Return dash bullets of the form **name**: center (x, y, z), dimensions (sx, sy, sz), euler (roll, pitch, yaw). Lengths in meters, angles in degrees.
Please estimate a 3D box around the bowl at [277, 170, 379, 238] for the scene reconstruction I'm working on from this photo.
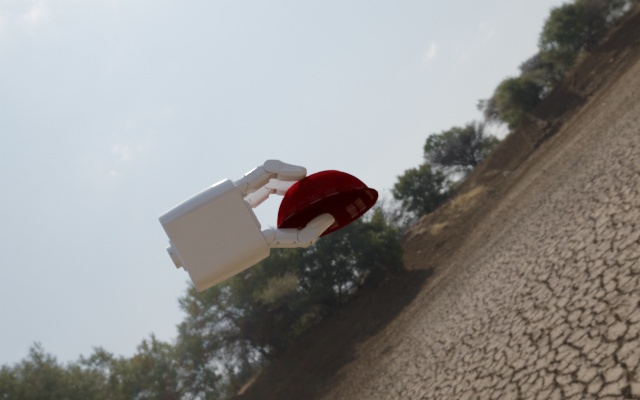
- **bowl**: center (0.001, 0.002, 0.690), dimensions (0.162, 0.055, 0.162), euler (-20, -20, -8)
